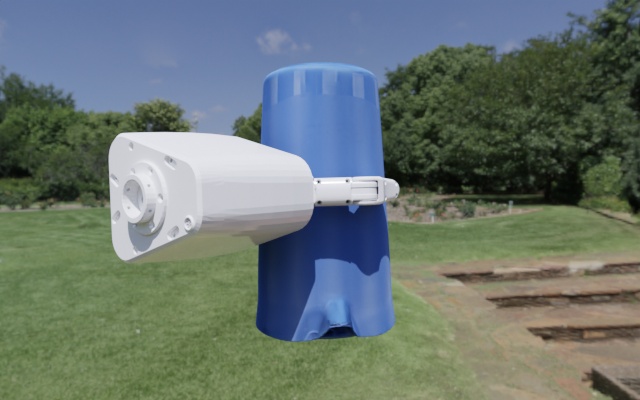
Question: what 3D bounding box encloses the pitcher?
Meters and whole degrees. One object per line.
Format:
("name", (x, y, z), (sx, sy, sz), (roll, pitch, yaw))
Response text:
("pitcher", (0.000, 0.002, 0.465), (0.149, 0.243, 0.145), (1, 3, 38))
